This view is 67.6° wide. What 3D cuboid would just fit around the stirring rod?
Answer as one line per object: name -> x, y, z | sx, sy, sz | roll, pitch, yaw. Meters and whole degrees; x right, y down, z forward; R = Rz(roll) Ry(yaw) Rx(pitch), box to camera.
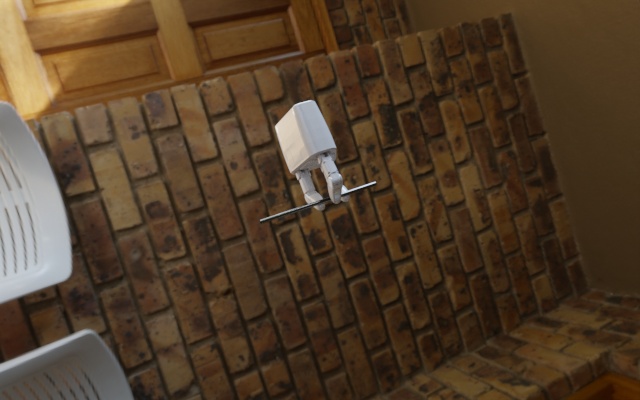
stirring rod -> 0.000, 0.003, 0.896 | 0.239, 0.011, 0.011 | -19, 6, -19
